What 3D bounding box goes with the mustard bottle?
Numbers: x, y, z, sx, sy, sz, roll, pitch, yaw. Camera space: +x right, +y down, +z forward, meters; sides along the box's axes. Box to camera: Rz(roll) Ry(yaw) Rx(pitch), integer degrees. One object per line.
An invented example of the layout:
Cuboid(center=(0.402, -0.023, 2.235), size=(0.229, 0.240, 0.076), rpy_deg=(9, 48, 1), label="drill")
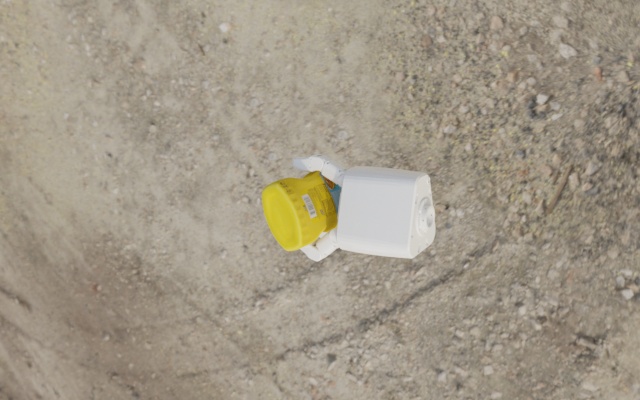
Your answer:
Cuboid(center=(0.000, 0.002, 0.708), size=(0.058, 0.096, 0.191), rpy_deg=(-24, -2, 37), label="mustard bottle")
